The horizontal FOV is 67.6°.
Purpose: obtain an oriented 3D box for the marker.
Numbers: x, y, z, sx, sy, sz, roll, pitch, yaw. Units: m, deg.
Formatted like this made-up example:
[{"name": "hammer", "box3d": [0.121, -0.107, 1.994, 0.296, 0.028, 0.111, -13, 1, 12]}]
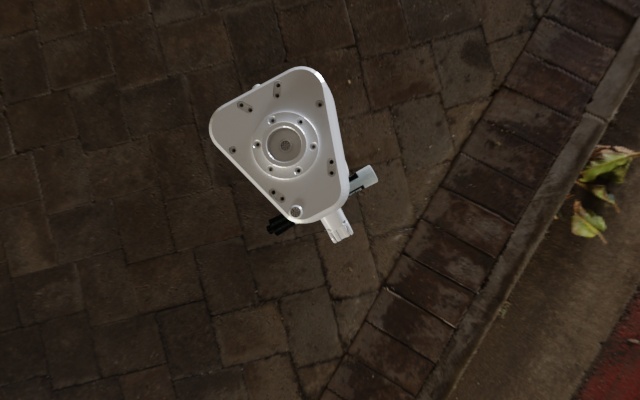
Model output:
[{"name": "marker", "box3d": [0.000, 0.002, 0.477, 0.121, 0.020, 0.020, -28, -2, 3]}]
